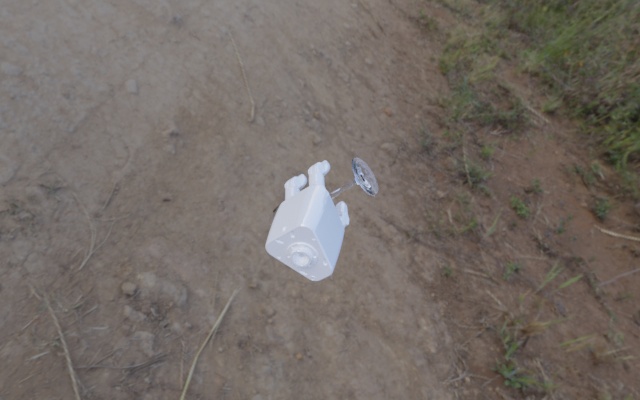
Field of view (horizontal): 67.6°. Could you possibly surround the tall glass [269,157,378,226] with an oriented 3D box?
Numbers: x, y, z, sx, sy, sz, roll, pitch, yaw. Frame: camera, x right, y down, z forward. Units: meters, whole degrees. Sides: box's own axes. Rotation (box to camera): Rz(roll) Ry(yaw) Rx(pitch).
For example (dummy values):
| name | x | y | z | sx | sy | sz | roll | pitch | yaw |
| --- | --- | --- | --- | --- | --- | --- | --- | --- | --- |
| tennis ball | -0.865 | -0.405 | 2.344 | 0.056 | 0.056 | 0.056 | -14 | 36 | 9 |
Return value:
| name | x | y | z | sx | sy | sz | roll | pitch | yaw |
| --- | --- | --- | --- | --- | --- | --- | --- | --- | --- |
| tall glass | 0.001 | 0.002 | 0.856 | 0.201 | 0.079 | 0.079 | -30 | -15 | 28 |
